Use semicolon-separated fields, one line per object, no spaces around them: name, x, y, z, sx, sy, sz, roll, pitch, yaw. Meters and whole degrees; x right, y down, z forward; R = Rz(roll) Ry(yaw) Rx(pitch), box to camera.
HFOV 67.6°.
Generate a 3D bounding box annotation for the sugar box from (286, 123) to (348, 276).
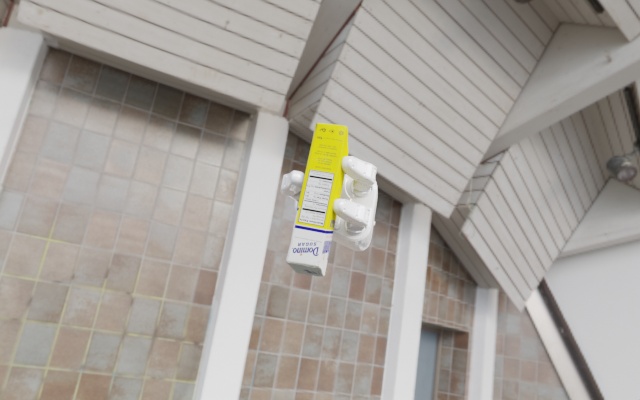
sugar box;0.001;0.002;0.596;0.048;0.176;0.093;7;-15;7
